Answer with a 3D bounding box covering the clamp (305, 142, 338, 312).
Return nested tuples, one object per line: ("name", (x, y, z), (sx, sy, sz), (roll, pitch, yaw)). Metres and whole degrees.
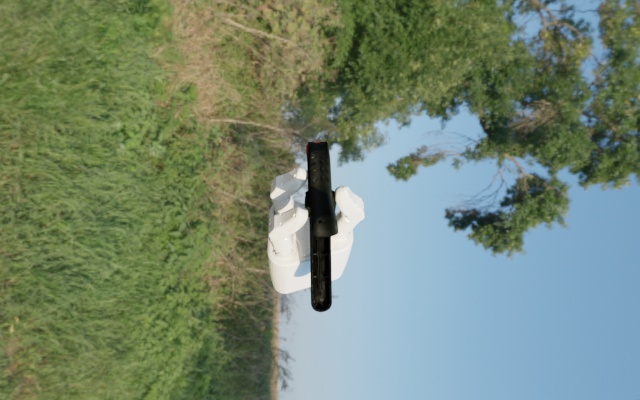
("clamp", (0.001, 0.001, 0.551), (0.036, 0.209, 0.165), (0, -33, -3))
